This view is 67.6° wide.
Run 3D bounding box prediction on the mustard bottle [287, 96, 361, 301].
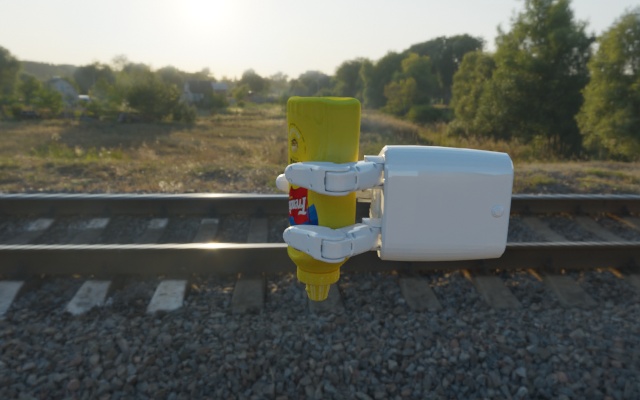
[{"bbox_3d":[0.000,0.001,0.445,0.058,0.192,0.096,-5,14,-23],"label":"mustard bottle"}]
